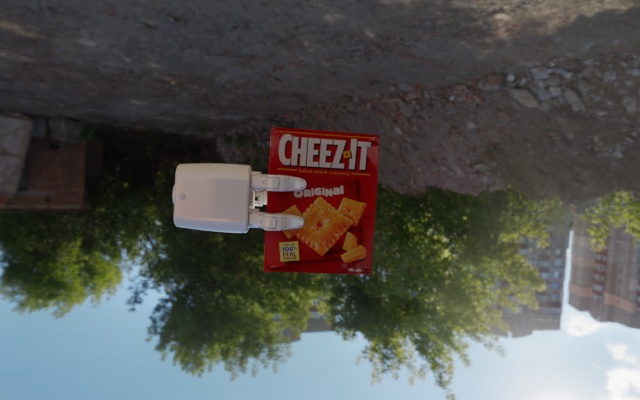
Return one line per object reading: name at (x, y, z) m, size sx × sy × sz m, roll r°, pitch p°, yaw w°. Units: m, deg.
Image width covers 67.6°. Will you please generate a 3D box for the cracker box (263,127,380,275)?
cracker box at (0.000, 0.003, 0.726) m, size 0.164 × 0.214 × 0.072 m, roll 3°, pitch 3°, yaw -6°
